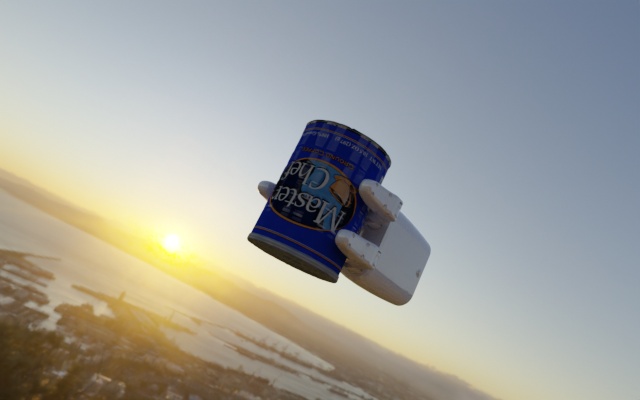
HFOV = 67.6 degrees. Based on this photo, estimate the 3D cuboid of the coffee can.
[{"bbox_3d":[0.000,0.002,0.503,0.103,0.140,0.103,25,-13,6],"label":"coffee can"}]
